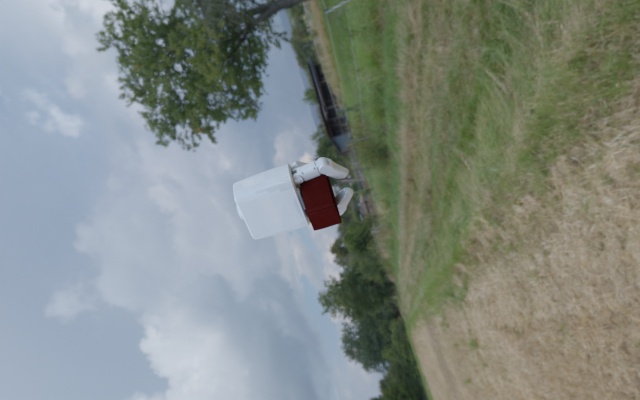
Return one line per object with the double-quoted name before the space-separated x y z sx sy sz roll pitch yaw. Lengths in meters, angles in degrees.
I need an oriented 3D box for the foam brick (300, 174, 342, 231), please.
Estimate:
"foam brick" 0.000 0.003 0.816 0.051 0.078 0.053 -17 -42 3
